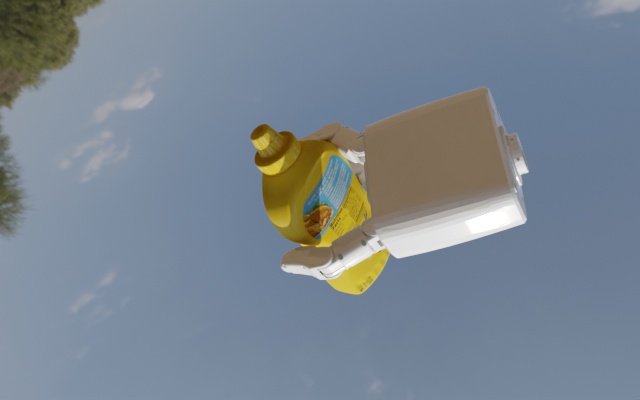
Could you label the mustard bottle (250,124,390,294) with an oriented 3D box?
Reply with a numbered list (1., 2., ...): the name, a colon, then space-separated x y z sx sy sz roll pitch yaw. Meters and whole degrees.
1. mustard bottle: 0.000 0.002 0.444 0.058 0.096 0.192 5 -34 43
